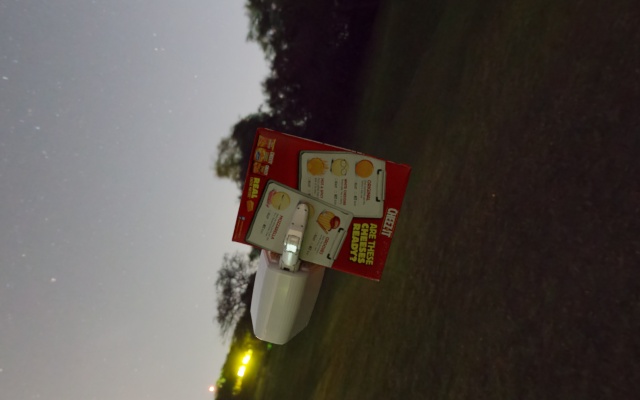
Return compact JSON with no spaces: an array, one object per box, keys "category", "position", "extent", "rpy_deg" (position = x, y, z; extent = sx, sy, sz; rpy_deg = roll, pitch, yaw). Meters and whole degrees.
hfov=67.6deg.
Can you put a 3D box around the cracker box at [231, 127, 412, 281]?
[{"category":"cracker box","position":[0.000,0.002,0.671],"extent":[0.213,0.164,0.072],"rpy_deg":[15,10,2]}]
